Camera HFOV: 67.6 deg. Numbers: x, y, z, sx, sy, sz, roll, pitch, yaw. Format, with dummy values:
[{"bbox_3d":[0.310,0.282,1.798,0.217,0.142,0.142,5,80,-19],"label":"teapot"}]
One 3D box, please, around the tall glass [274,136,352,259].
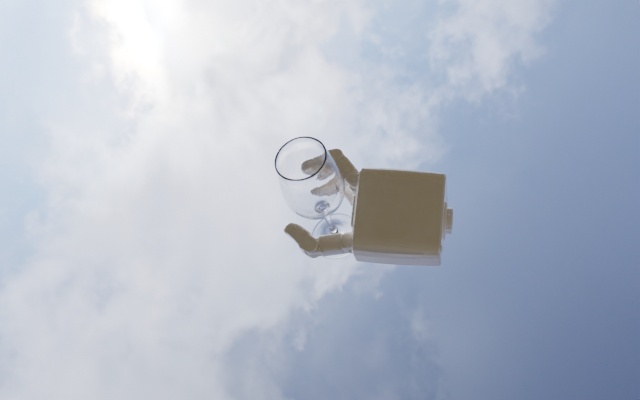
[{"bbox_3d":[0.000,0.002,0.621,0.079,0.079,0.201,0,-30,16],"label":"tall glass"}]
